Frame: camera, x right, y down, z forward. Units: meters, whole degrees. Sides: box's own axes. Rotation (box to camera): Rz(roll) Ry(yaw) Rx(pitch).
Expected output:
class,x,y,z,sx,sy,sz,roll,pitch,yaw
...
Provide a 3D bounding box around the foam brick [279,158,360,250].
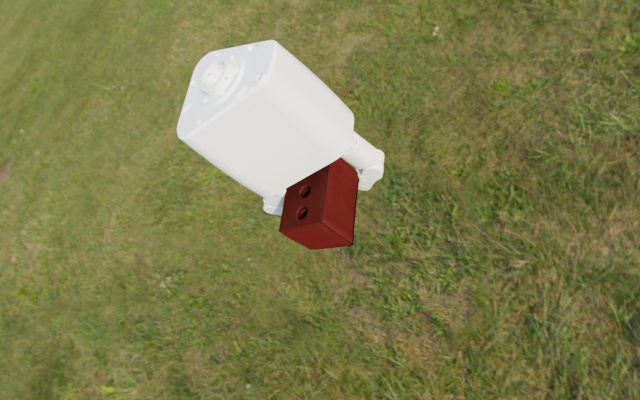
class,x,y,z,sx,sy,sz,roll,pitch,yaw
foam brick,0.000,0.002,0.457,0.053,0.078,0.051,-13,-32,35
